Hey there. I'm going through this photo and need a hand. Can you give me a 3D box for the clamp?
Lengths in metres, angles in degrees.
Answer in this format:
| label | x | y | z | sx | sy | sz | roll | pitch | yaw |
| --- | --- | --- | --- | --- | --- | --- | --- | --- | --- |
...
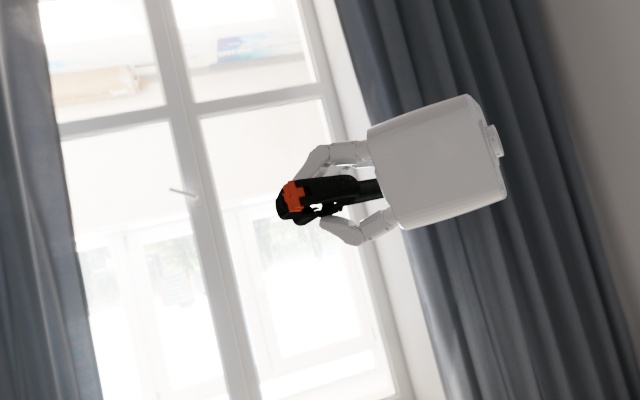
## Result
| label | x | y | z | sx | sy | sz | roll | pitch | yaw |
| --- | --- | --- | --- | --- | --- | --- | --- | --- | --- |
| clamp | 0.000 | 0.003 | 0.547 | 0.164 | 0.036 | 0.210 | -21 | -8 | 25 |
